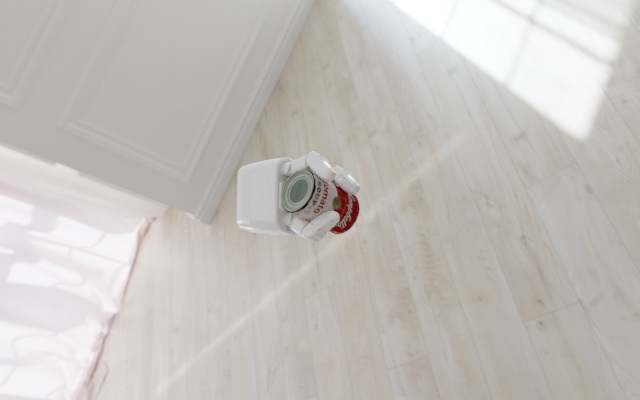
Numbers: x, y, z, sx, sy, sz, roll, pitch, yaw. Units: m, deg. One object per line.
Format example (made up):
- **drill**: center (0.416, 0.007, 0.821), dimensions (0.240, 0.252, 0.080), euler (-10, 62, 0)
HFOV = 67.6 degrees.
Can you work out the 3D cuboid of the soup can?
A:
- **soup can**: center (0.000, 0.002, 0.701), dimensions (0.068, 0.068, 0.102), euler (0, -20, 45)
